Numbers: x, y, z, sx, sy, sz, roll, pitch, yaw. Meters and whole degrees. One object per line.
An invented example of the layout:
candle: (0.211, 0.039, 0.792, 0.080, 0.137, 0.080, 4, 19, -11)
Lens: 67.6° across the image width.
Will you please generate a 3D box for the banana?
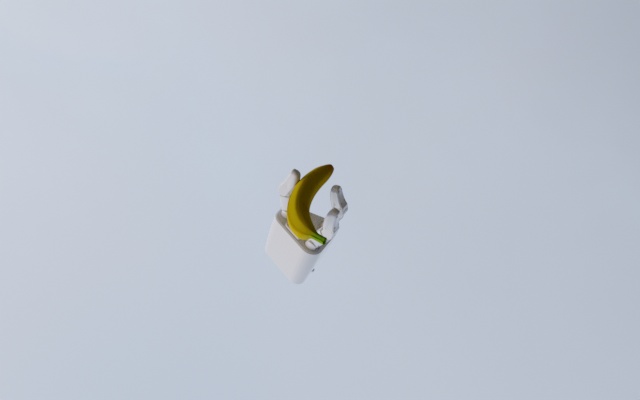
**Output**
banana: (-0.018, 0.001, 0.793, 0.069, 0.037, 0.197, 12, 42, -4)
